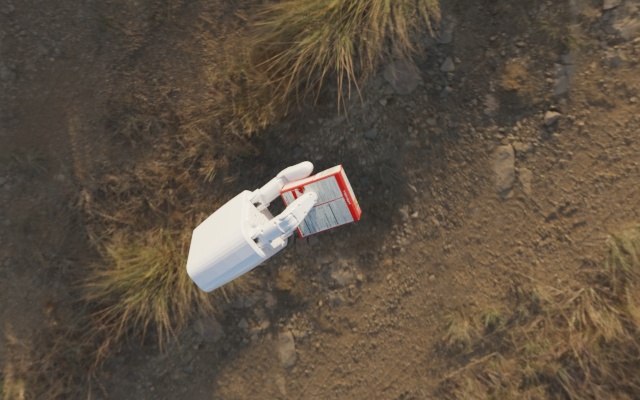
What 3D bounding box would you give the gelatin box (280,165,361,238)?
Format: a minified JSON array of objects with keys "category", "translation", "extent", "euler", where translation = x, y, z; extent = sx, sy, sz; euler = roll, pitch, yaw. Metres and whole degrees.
[{"category":"gelatin box","translation":[0.000,0.002,0.638],"extent":[0.089,0.073,0.030],"euler":[-19,19,18]}]
